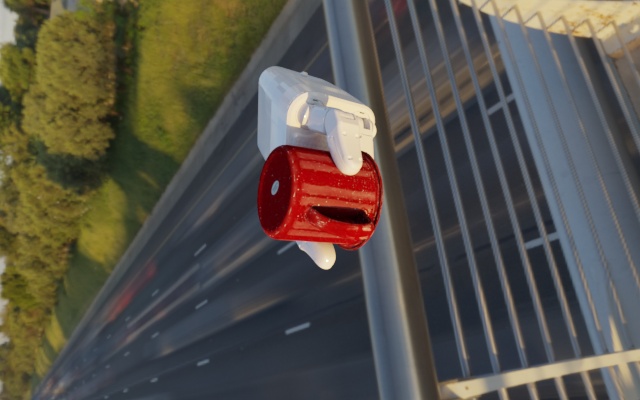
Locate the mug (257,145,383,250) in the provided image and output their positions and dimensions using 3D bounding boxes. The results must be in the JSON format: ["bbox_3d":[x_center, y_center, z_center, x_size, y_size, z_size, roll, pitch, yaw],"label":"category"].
[{"bbox_3d":[0.000,0.002,0.412,0.081,0.093,0.117,6,25,-30],"label":"mug"}]
